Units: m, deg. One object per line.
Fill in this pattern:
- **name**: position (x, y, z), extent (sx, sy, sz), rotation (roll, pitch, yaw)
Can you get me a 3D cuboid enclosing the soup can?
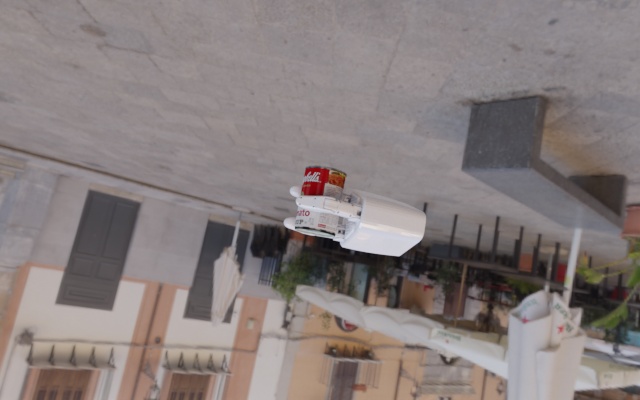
- **soup can**: position (0.000, 0.003, 0.760), extent (0.068, 0.102, 0.068), rotation (10, -10, 2)
